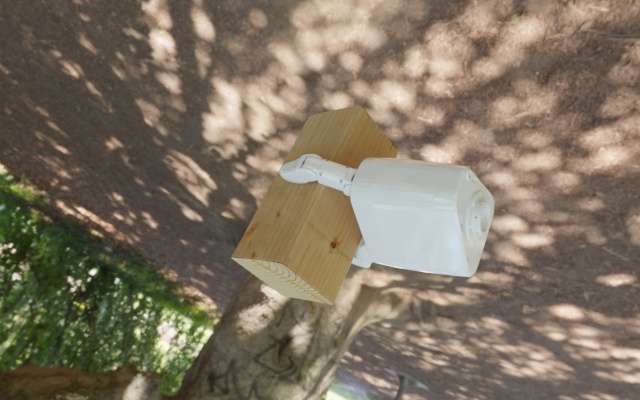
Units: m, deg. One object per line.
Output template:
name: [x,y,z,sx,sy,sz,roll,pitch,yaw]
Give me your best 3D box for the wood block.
wood block: [0.000,0.002,0.550,0.090,0.206,0.091,-1,-36,45]
